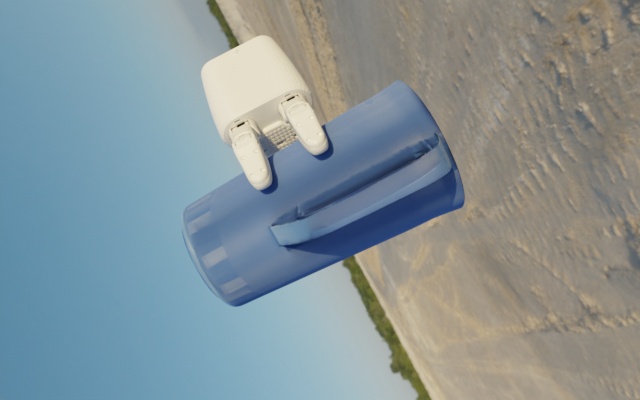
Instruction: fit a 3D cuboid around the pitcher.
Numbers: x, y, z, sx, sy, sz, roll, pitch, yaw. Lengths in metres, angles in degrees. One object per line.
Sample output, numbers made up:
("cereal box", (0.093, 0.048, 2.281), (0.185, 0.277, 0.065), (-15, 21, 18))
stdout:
("pitcher", (0.000, 0.001, 0.441), (0.243, 0.145, 0.149), (-28, -34, 1))
